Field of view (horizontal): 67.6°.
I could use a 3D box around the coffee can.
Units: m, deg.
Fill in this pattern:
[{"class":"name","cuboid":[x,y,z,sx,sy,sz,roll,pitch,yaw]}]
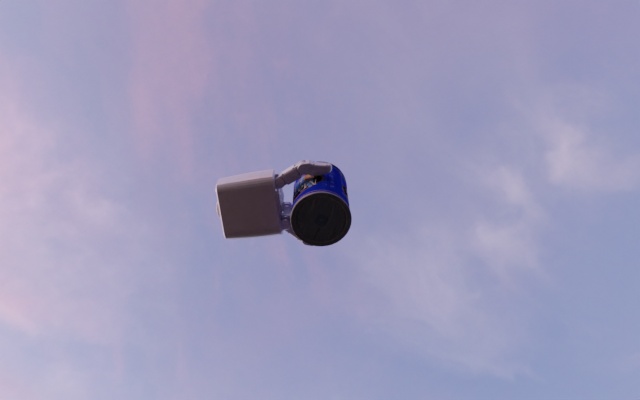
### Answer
[{"class":"coffee can","cuboid":[0.000,0.003,0.859,0.103,0.103,0.140,0,26,-1]}]
